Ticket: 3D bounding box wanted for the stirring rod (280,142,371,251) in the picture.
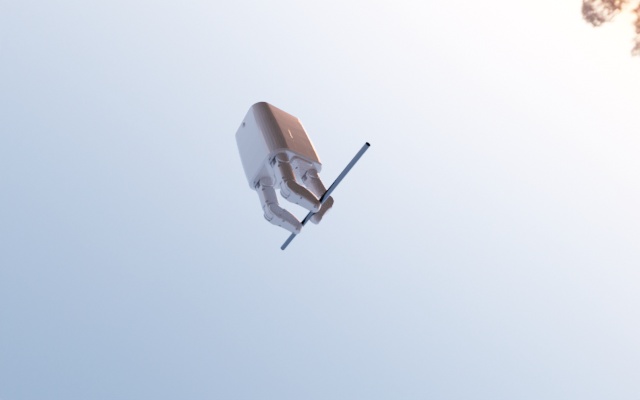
[{"bbox_3d":[0.000,0.002,0.671,0.011,0.011,0.240,0,-37,-38],"label":"stirring rod"}]
